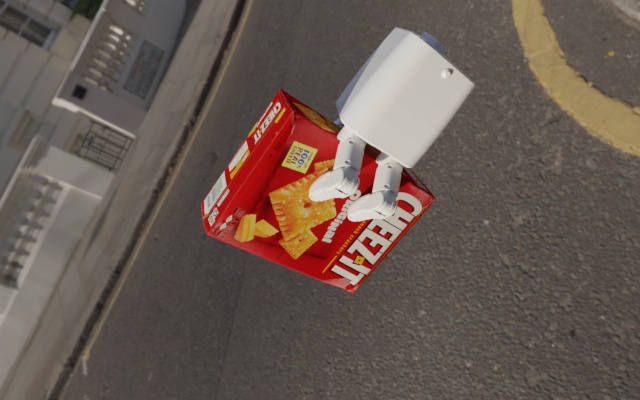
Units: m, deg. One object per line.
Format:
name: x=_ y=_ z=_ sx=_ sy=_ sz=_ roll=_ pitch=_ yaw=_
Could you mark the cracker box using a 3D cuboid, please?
cracker box: x=0.000 y=0.002 z=0.544 sx=0.214 sy=0.164 sz=0.072 roll=27 pitch=21 yaw=-31
